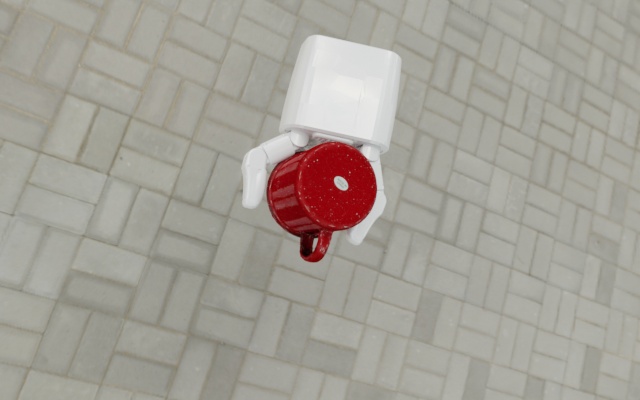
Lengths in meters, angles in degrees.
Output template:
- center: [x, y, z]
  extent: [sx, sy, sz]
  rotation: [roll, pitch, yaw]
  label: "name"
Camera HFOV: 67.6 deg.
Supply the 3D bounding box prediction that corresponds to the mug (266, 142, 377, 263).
- center: [0.000, 0.003, 0.460]
  extent: [0.093, 0.117, 0.081]
  rotation: [15, -10, -19]
  label: "mug"
